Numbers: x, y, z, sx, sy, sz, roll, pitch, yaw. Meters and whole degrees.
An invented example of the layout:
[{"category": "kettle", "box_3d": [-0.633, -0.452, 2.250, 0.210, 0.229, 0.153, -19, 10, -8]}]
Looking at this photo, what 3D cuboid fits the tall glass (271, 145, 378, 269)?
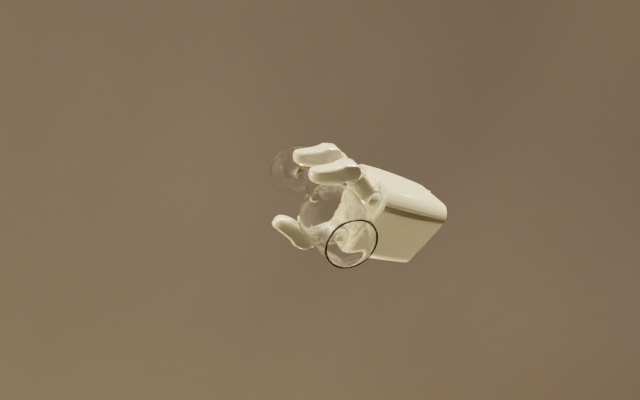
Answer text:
[{"category": "tall glass", "box_3d": [0.000, 0.002, 0.590, 0.079, 0.079, 0.201, 0, 27, -22]}]
